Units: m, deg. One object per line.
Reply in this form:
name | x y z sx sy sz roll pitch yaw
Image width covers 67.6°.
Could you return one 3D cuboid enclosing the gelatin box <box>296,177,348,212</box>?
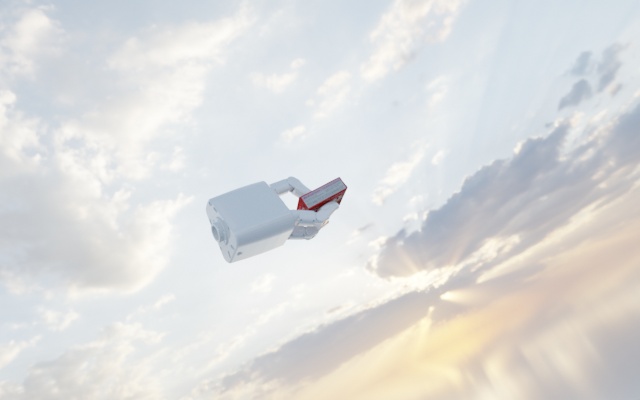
gelatin box | 0.000 0.002 0.855 0.089 0.030 0.073 -29 -18 -21
